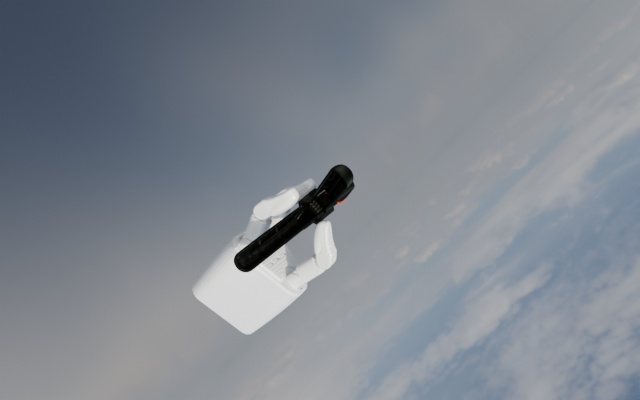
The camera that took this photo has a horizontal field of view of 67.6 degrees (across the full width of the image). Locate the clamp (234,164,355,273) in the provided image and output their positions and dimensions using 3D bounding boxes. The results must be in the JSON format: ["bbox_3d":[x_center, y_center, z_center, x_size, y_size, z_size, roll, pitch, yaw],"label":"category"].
[{"bbox_3d":[0.001,0.003,0.571,0.164,0.036,0.210,-41,-4,26],"label":"clamp"}]
